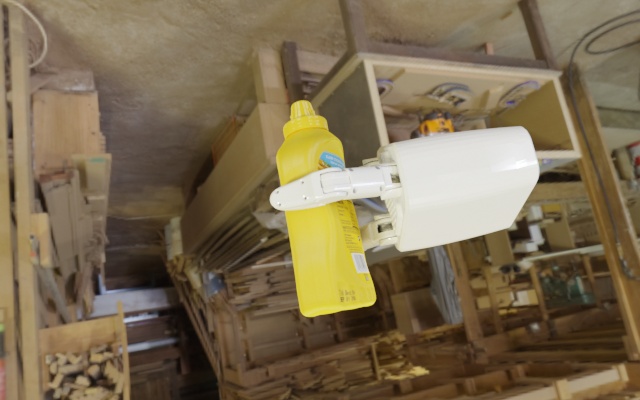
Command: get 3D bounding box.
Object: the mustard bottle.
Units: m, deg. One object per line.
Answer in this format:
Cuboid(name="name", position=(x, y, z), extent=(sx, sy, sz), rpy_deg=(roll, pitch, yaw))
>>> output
Cuboid(name="mustard bottle", position=(0.000, 0.002, 0.422), extent=(0.058, 0.191, 0.096), rpy_deg=(-16, -14, 21))
